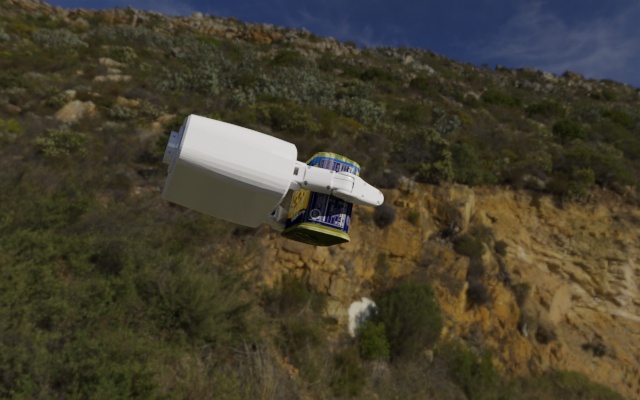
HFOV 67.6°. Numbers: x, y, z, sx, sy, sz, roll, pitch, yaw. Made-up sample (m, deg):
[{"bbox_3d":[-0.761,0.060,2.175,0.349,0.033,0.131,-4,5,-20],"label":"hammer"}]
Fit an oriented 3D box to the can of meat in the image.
[{"bbox_3d":[0.000,0.001,0.526,0.057,0.084,0.102,16,-14,-16],"label":"can of meat"}]
